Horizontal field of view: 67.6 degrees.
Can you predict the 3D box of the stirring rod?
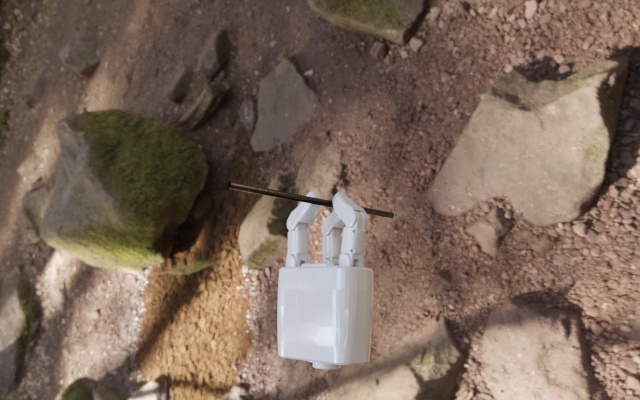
[{"bbox_3d":[0.000,0.002,0.573,0.239,0.011,0.011,11,-6,-35],"label":"stirring rod"}]
